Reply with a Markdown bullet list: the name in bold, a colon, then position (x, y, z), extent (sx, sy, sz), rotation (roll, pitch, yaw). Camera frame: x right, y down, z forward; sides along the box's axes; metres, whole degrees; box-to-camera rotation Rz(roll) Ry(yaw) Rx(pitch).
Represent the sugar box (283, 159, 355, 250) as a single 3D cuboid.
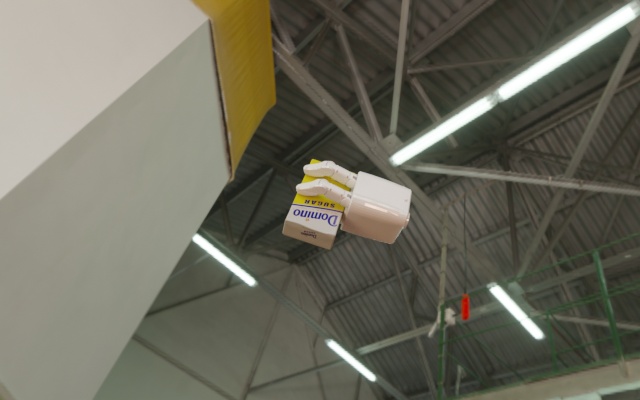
- **sugar box**: position (0.000, 0.003, 0.890), extent (0.093, 0.048, 0.176), rotation (18, 43, 2)
